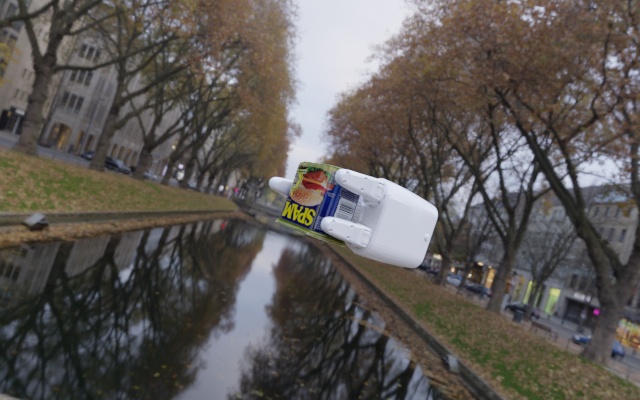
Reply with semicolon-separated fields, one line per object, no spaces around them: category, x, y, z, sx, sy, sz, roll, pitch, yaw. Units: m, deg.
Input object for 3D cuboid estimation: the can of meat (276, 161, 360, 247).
can of meat;0.000;0.002;0.578;0.057;0.084;0.102;21;-3;-34
